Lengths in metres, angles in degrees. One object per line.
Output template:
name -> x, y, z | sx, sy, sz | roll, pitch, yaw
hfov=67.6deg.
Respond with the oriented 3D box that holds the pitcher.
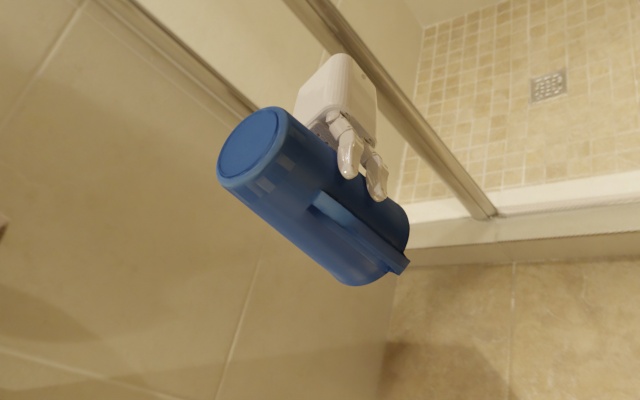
pitcher -> 0.000, 0.002, 0.576 | 0.149, 0.145, 0.243 | -20, -43, 33
